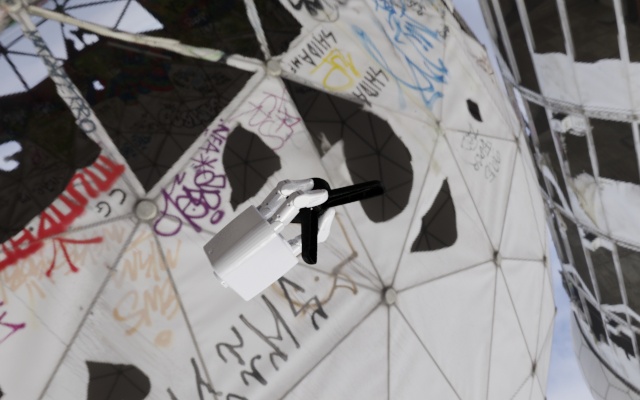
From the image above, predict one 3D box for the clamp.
[{"bbox_3d":[0.000,0.003,0.770,0.164,0.036,0.210,-40,32,-7],"label":"clamp"}]
